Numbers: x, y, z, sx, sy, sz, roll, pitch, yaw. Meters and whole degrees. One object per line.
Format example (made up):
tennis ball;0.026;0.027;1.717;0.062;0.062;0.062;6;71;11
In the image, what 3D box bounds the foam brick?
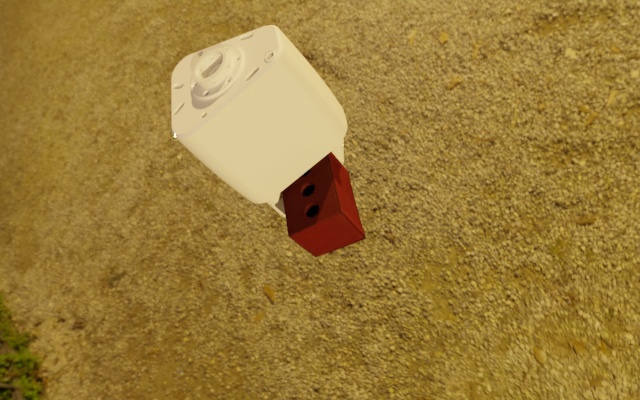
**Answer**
foam brick;0.000;0.002;0.430;0.053;0.078;0.051;-25;-36;16
